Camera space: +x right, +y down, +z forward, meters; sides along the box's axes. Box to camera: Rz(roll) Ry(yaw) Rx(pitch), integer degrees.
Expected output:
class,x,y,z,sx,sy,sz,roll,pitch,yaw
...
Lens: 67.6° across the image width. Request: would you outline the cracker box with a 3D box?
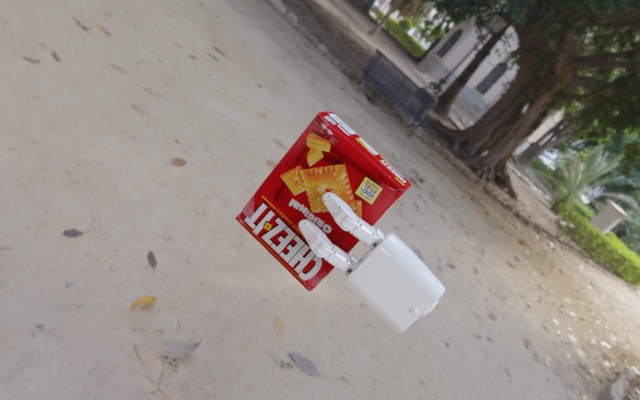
class,x,y,z,sx,sy,sz,roll,pitch,yaw
cracker box,0.000,0.002,0.704,0.164,0.214,0.072,44,21,8
